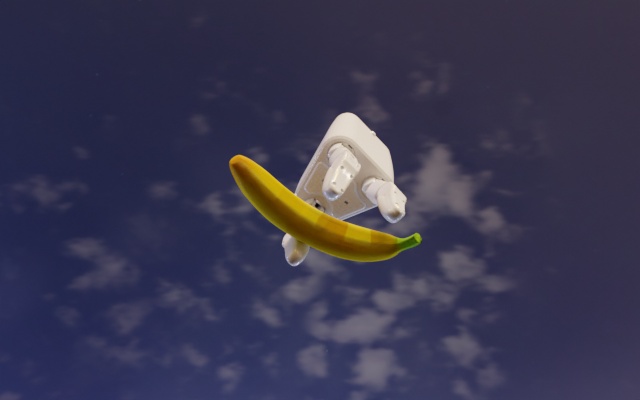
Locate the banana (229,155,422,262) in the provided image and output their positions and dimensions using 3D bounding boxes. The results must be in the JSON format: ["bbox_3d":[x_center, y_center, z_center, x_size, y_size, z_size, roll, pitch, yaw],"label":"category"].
[{"bbox_3d":[-0.003,0.017,0.476,0.198,0.070,0.037,22,34,-2],"label":"banana"}]
